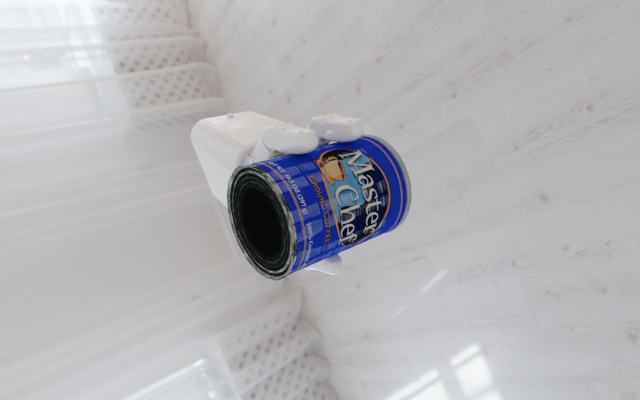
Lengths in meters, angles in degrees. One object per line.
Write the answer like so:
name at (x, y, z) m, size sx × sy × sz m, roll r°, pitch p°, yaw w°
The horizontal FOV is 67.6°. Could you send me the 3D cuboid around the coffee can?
coffee can at (0.000, 0.002, 0.444) m, size 0.140 × 0.103 × 0.103 m, roll -19°, pitch 11°, yaw -36°
